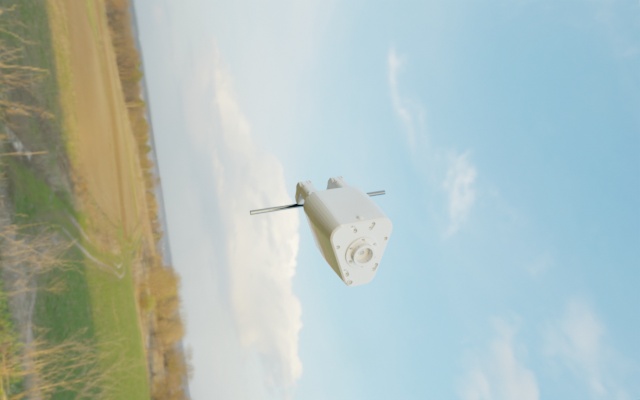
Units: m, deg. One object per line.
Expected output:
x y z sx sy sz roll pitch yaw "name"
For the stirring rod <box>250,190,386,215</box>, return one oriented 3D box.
0.000 0.003 0.805 0.239 0.011 0.011 -9 3 -18 "stirring rod"
